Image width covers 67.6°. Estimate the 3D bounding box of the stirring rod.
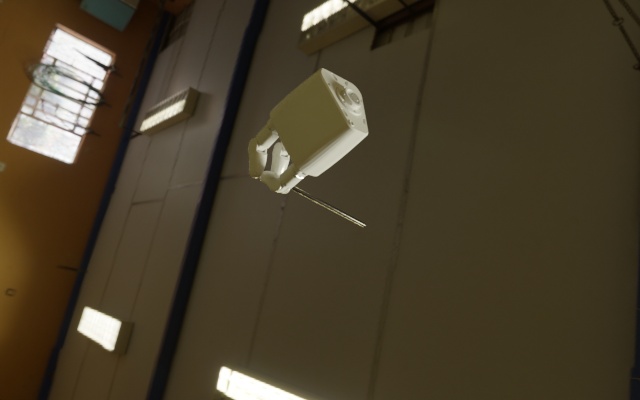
[{"bbox_3d":[0.000,0.003,0.833,0.239,0.011,0.011,28,-18,-39],"label":"stirring rod"}]
